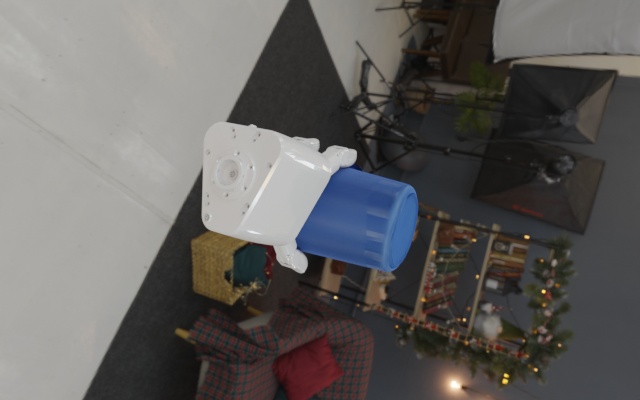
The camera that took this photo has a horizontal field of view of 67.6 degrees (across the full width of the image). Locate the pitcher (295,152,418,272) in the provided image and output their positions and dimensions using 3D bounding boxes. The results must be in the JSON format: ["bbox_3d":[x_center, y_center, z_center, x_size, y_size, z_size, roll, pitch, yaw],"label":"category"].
[{"bbox_3d":[0.000,0.002,0.624,0.243,0.149,0.145,14,-4,26],"label":"pitcher"}]
